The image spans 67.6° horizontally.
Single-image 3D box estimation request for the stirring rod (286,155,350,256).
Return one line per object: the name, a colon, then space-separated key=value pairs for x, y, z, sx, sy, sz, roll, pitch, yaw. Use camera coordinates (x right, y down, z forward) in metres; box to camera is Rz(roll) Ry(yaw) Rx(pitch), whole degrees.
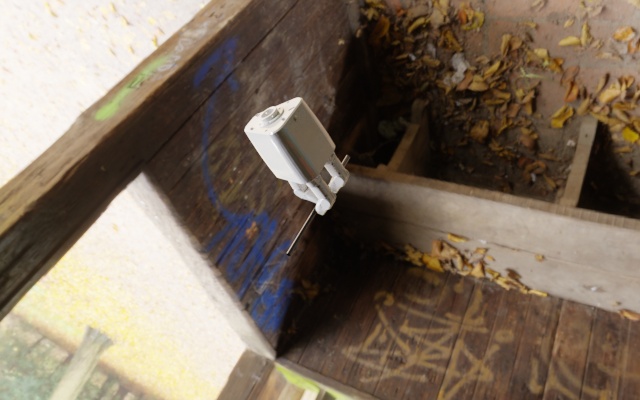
stirring rod: x=0.000 y=0.003 z=0.853 sx=0.011 sy=0.239 sz=0.011 roll=22 pitch=-33 yaw=15
